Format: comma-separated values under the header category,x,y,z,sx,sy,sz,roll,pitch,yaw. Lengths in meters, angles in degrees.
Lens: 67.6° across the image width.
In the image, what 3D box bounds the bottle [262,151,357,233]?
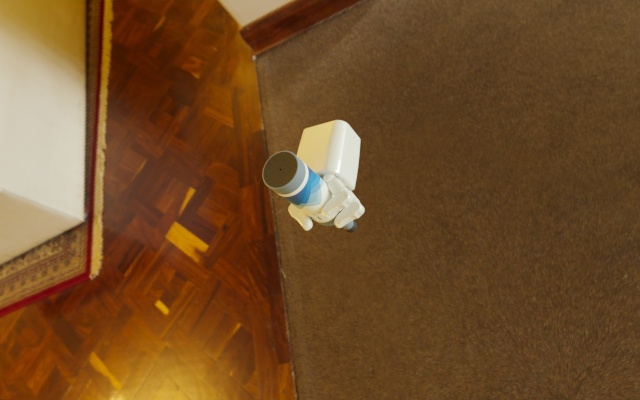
category,x,y,z,sx,sy,sz,roll,pitch,yaw
bottle,0.000,0.003,0.873,0.069,0.069,0.296,0,-21,28
